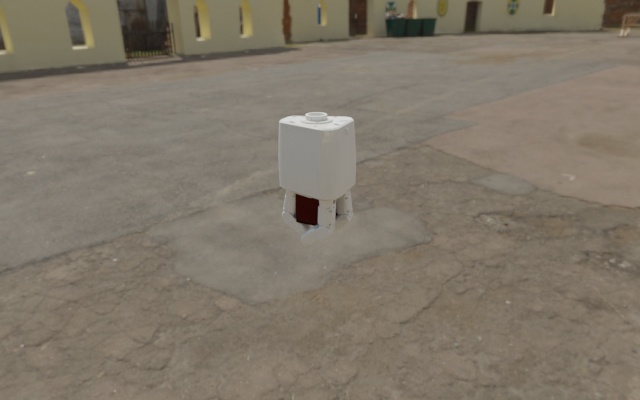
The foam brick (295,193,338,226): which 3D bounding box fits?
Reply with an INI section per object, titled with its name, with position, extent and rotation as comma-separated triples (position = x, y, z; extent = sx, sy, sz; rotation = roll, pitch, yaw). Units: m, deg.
[foam brick]
position = 0.000, 0.002, 0.771
extent = 0.053, 0.051, 0.078
rotation = 10, 24, 23
